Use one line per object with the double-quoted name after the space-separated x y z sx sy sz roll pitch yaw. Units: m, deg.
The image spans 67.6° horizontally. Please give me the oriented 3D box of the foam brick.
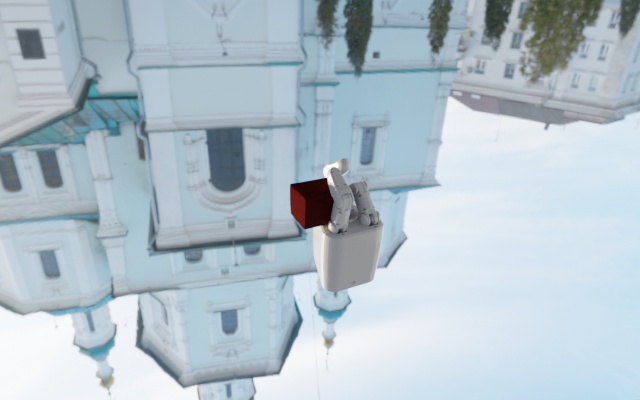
0.000 0.002 0.699 0.078 0.051 0.053 -11 33 -25 "foam brick"
